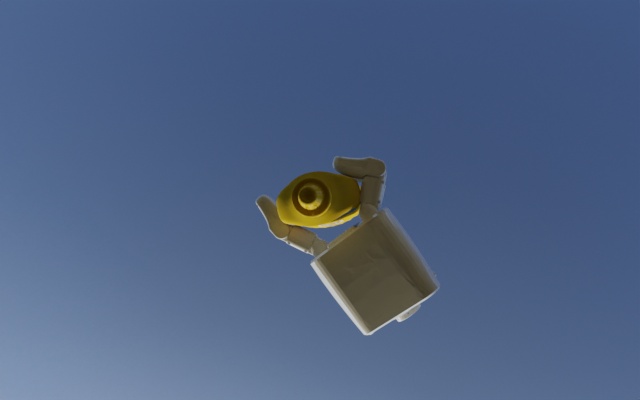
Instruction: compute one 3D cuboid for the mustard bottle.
[{"bbox_3d":[0.000,0.002,0.556,0.096,0.058,0.191,-12,-4,7],"label":"mustard bottle"}]
